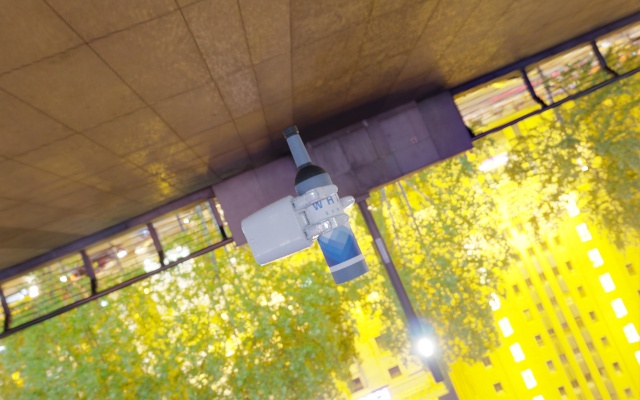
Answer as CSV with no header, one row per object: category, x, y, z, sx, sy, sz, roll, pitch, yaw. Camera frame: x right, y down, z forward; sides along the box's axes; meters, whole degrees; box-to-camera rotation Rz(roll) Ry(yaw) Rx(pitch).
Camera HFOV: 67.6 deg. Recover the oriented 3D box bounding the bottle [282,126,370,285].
bottle,0.000,0.003,0.864,0.069,0.295,0.069,-23,-5,-2
